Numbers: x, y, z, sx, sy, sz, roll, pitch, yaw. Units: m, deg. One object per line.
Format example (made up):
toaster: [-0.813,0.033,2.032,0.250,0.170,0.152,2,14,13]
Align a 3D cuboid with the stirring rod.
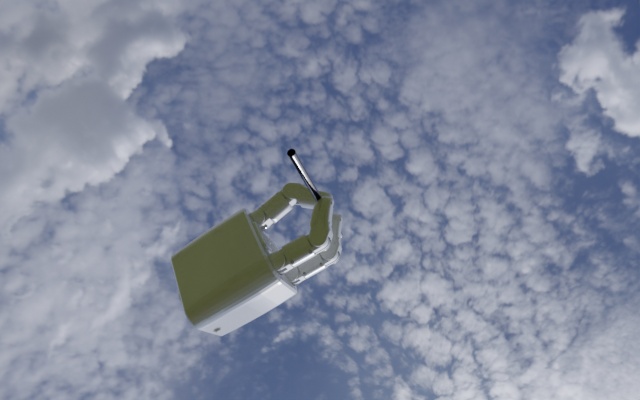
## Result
stirring rod: [0.000,0.002,0.538,0.011,0.011,0.240,0,-22,14]
